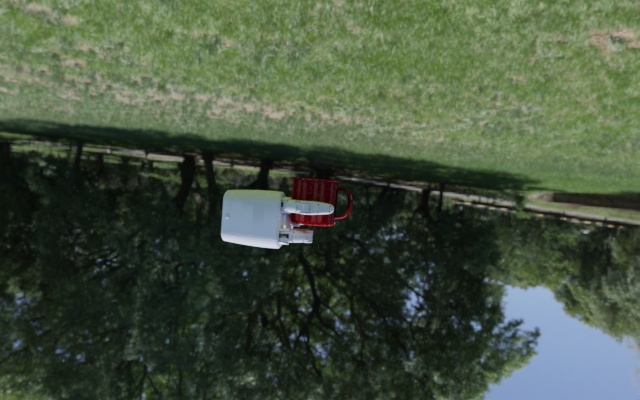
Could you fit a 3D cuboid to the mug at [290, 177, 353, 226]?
[{"bbox_3d":[0.002,0.003,0.855,0.117,0.081,0.093,5,2,13],"label":"mug"}]
